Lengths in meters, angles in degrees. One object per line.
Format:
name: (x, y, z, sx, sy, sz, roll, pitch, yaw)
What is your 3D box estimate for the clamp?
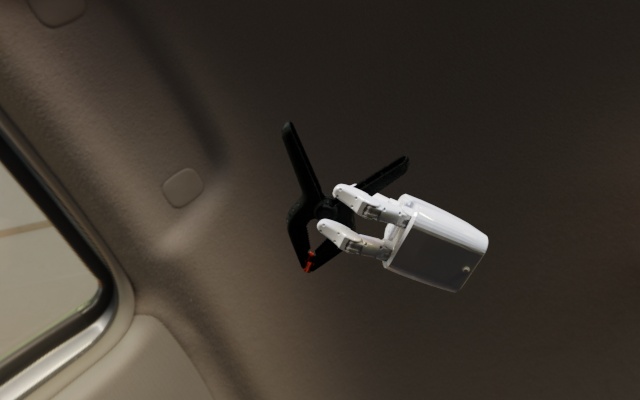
clamp: (0.000, 0.002, 0.635, 0.164, 0.210, 0.036, 23, 27, -4)
